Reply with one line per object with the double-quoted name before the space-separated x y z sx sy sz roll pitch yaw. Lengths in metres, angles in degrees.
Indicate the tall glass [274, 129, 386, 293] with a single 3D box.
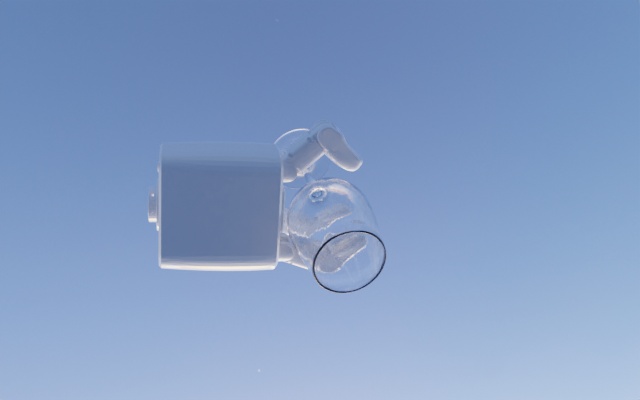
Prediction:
"tall glass" 0.000 0.001 0.461 0.079 0.079 0.201 0 29 -16
